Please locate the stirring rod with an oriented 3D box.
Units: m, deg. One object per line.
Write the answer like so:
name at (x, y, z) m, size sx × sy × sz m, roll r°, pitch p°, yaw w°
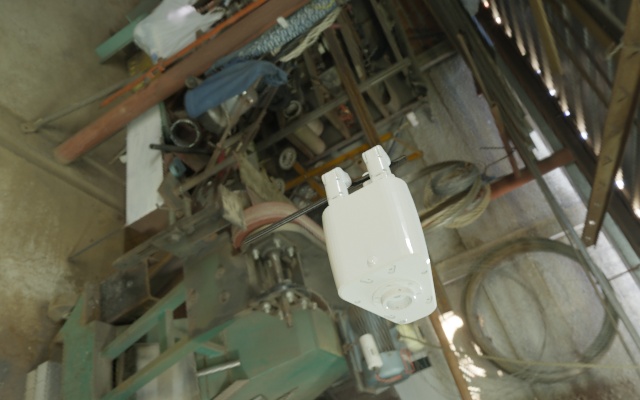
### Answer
stirring rod at (0.000, 0.002, 0.611) m, size 0.239 × 0.011 × 0.011 m, roll -28°, pitch -9°, yaw 17°
